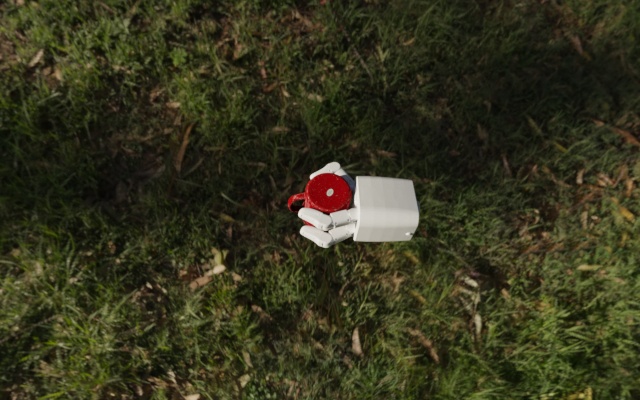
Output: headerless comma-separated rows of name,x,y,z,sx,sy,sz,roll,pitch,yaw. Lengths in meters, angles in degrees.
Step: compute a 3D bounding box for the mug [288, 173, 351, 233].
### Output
mug,-0.001,0.003,0.862,0.117,0.093,0.081,1,-29,-3
